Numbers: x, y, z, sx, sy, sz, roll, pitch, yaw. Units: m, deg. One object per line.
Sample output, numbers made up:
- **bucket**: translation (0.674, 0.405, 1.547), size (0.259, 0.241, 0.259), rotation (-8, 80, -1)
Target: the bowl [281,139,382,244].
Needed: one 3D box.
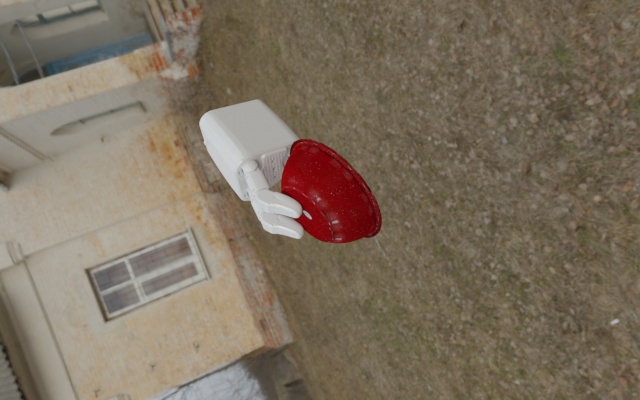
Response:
- **bowl**: translation (0.001, 0.003, 0.612), size (0.055, 0.162, 0.162), rotation (-42, 20, -23)
